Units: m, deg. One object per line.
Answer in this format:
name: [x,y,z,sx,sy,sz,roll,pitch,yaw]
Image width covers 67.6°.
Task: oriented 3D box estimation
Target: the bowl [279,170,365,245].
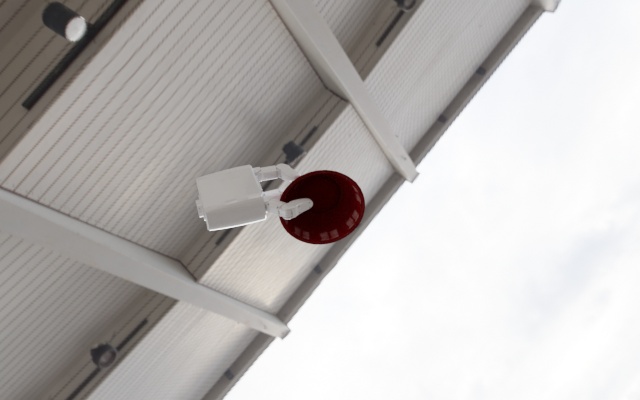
bowl: [0.001,0.003,0.899,0.162,0.162,0.055,0,31,-7]
